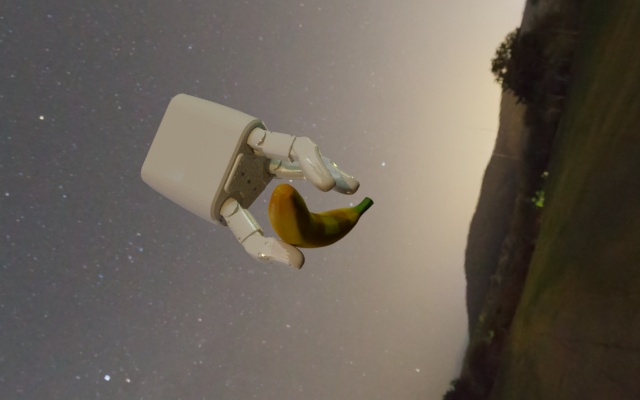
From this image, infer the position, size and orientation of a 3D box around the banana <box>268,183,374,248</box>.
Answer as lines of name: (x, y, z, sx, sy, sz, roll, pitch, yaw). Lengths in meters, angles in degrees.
banana: (-0.007, 0.018, 0.478, 0.037, 0.069, 0.198, 32, 12, 23)
